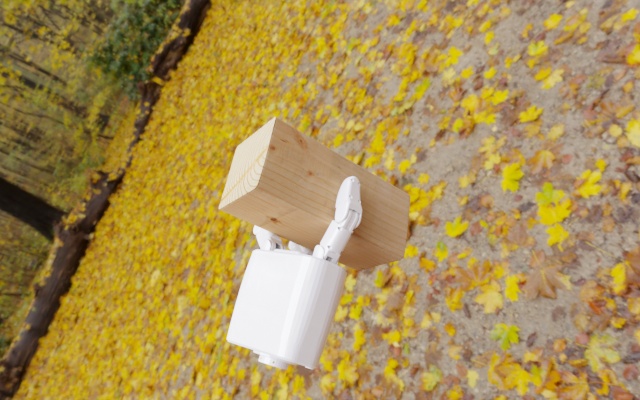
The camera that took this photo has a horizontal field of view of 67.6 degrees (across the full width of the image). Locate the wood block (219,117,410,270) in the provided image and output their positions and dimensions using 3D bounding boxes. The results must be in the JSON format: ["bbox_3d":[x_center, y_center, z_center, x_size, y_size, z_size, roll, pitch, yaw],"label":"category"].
[{"bbox_3d":[0.000,0.002,0.567,0.206,0.090,0.091,27,-31,-28],"label":"wood block"}]
